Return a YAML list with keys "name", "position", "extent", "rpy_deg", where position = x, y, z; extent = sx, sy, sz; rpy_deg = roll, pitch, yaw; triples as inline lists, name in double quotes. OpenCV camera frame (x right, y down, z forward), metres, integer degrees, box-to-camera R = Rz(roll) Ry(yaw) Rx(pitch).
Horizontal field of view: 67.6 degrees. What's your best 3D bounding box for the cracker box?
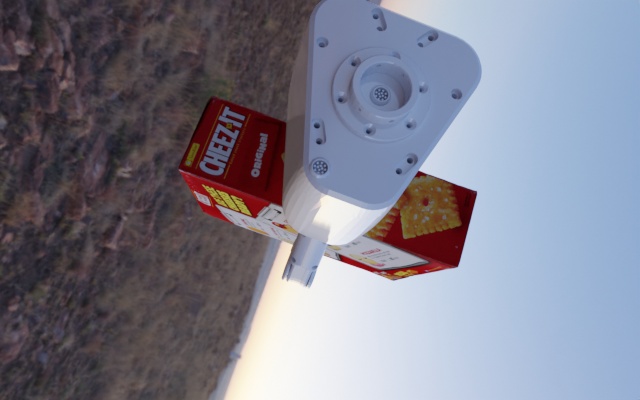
- name: "cracker box"
  position: [0.000, 0.002, 0.422]
  extent: [0.214, 0.072, 0.164]
  rpy_deg: [20, -14, -3]
